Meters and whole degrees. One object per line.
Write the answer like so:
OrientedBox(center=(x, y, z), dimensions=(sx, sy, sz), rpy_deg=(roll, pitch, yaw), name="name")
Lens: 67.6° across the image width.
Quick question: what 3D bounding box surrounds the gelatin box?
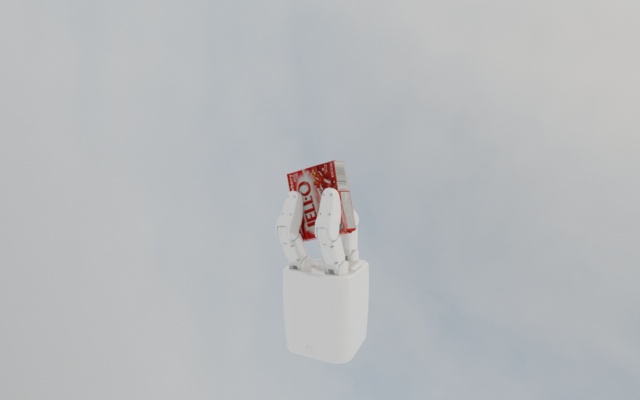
OrientedBox(center=(0.000, 0.002, 0.590), dimensions=(0.073, 0.089, 0.030), rpy_deg=(-14, -8, 34), name="gelatin box")
